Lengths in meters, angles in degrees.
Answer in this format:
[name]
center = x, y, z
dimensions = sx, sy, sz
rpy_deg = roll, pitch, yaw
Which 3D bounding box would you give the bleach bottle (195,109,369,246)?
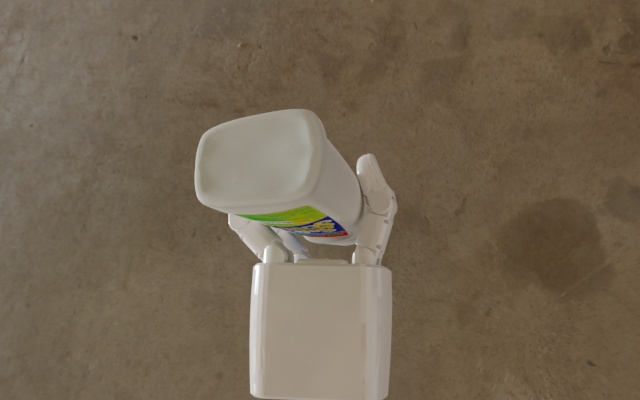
[bleach bottle]
center = 0.000, 0.001, 0.431
dimensions = 0.102, 0.068, 0.251
rpy_deg = -5, -16, 22
